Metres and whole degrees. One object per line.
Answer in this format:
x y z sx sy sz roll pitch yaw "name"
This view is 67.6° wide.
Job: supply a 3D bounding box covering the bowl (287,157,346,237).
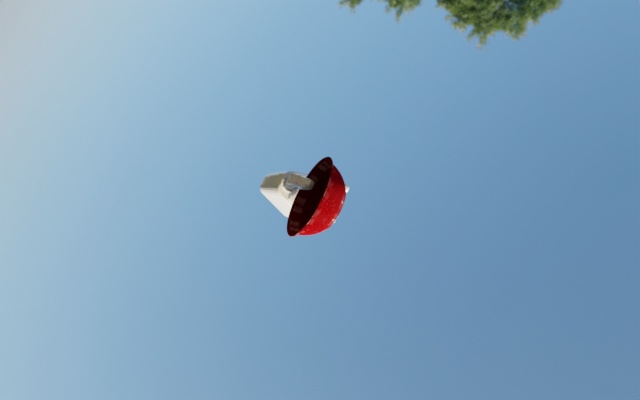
0.001 0.003 0.875 0.055 0.162 0.162 27 -9 -17 "bowl"
